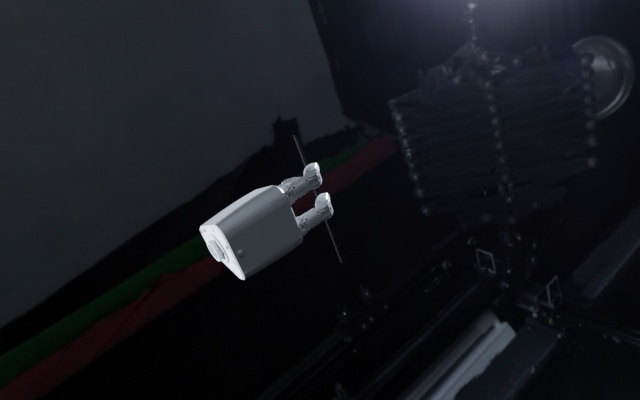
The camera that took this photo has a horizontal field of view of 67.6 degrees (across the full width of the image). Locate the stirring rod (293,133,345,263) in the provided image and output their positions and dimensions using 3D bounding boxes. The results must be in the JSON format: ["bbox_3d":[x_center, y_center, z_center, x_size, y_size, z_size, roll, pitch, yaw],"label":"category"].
[{"bbox_3d":[0.000,0.002,0.766,0.011,0.240,0.011,-16,26,8],"label":"stirring rod"}]
